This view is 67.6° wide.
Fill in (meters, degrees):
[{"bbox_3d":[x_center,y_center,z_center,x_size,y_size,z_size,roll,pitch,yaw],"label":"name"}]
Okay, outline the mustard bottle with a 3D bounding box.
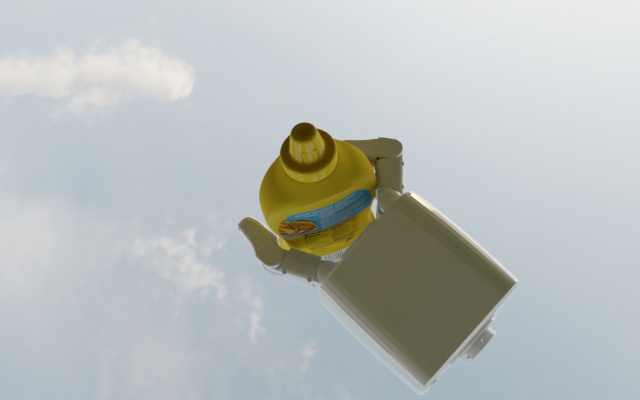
[{"bbox_3d":[0.000,0.001,0.400,0.096,0.058,0.192,-19,-29,-3],"label":"mustard bottle"}]
